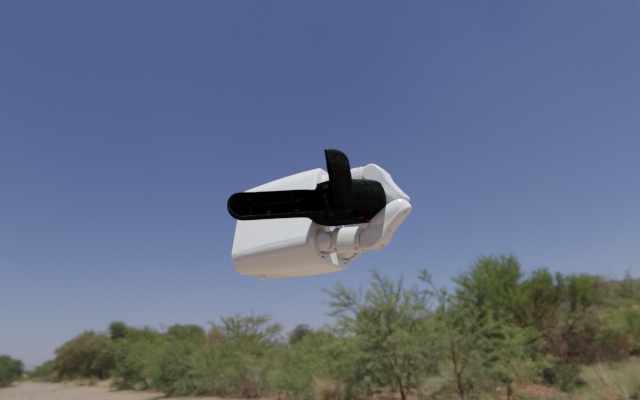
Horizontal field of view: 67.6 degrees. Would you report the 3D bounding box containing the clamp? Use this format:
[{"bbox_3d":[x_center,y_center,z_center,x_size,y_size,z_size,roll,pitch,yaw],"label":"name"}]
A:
[{"bbox_3d":[0.000,0.001,0.447,0.120,0.039,0.171,-13,-19,25],"label":"clamp"}]
